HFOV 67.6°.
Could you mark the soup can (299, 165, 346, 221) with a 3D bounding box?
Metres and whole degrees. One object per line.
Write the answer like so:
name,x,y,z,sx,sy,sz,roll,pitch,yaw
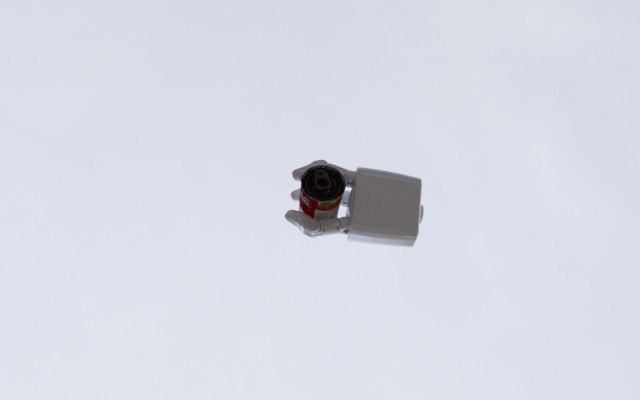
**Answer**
soup can,0.000,0.003,0.750,0.068,0.068,0.102,0,-35,-6
